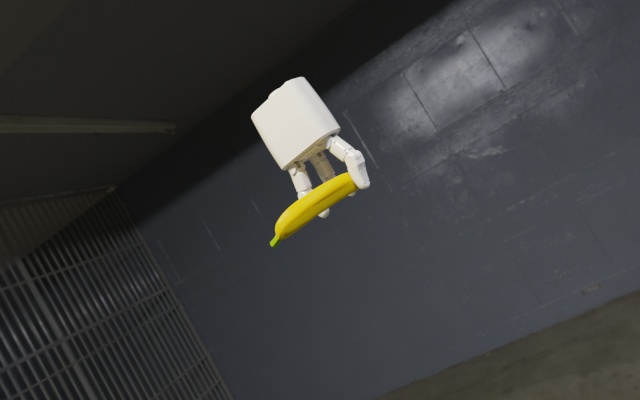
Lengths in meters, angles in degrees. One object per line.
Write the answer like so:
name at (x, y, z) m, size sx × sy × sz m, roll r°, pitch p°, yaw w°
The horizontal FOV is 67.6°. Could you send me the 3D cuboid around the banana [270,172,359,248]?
banana at (0.001, 0.000, 0.735) m, size 0.197 × 0.037 × 0.070 m, roll -34°, pitch -5°, yaw -19°
